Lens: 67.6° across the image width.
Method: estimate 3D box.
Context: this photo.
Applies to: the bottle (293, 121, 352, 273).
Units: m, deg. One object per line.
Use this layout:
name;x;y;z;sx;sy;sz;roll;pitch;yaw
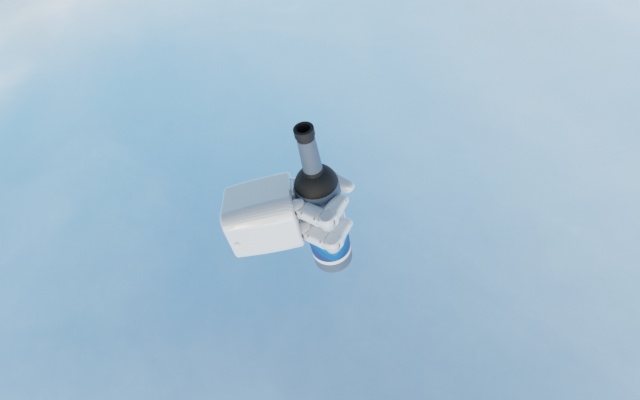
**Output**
bottle;0.000;0.002;0.722;0.069;0.069;0.296;0;-40;11
